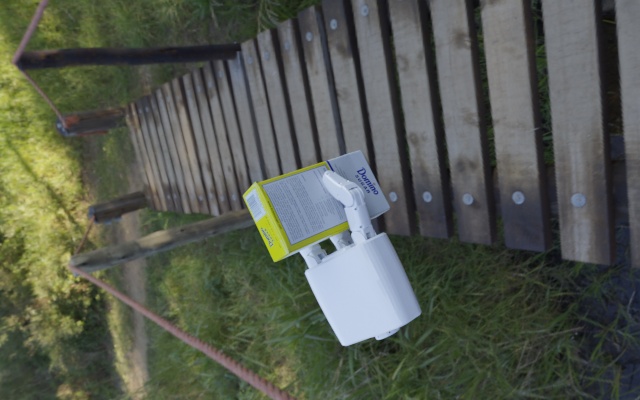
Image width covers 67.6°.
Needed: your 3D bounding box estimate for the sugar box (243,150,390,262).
[{"bbox_3d":[0.000,0.002,0.607,0.176,0.093,0.048,-19,-10,-39],"label":"sugar box"}]
